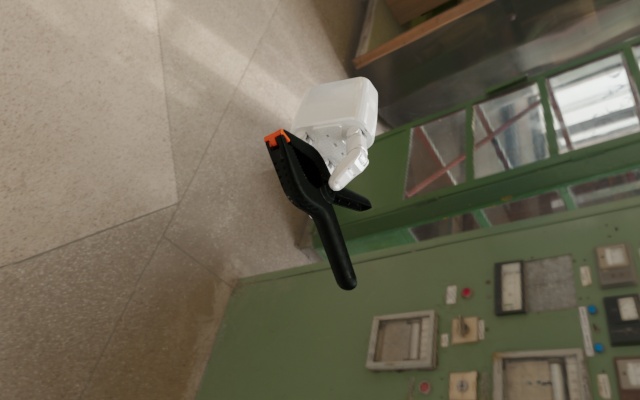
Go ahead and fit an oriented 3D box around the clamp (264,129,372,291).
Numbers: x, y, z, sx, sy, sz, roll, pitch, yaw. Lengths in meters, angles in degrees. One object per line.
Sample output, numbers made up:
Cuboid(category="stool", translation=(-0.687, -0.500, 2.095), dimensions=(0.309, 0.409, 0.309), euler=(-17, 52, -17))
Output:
Cuboid(category="clamp", translation=(0.000, 0.001, 0.601), dimensions=(0.036, 0.164, 0.210), euler=(-22, -52, 29))
